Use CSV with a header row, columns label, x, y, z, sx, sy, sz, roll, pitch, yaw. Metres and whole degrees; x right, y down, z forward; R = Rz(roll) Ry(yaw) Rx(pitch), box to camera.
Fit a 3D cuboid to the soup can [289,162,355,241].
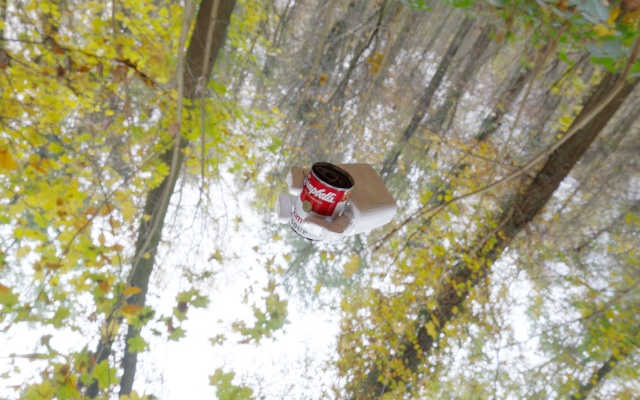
label,x,y,z,sx,sy,sz,roll,pitch,yaw
soup can,0.000,0.003,0.719,0.068,0.102,0.068,18,31,-11
